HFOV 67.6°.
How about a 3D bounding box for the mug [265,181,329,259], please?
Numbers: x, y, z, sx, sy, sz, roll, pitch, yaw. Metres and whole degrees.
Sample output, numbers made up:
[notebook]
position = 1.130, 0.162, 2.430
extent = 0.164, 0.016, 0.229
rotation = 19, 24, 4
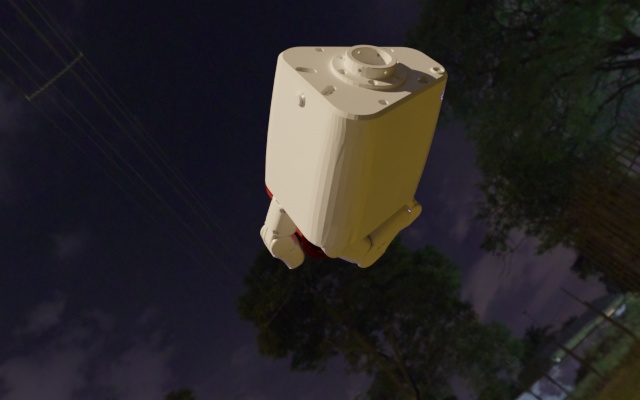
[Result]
[mug]
position = 0.000, 0.002, 0.453
extent = 0.093, 0.117, 0.081
rotation = -19, 50, -29
